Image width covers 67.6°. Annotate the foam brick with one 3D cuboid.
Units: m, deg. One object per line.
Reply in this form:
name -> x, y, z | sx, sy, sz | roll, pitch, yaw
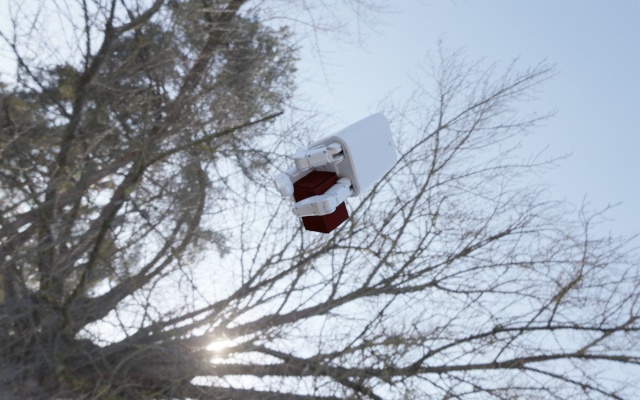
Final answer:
foam brick -> 0.000, 0.003, 0.709 | 0.053, 0.078, 0.051 | 8, 34, 44
